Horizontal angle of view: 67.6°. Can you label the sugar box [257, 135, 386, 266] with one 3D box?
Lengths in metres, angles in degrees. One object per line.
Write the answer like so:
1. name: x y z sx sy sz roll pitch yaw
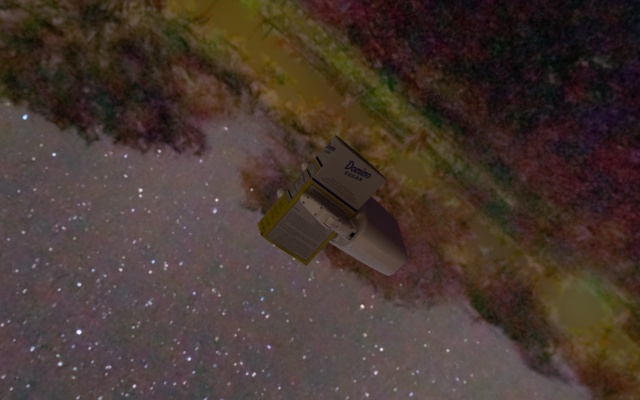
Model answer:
1. sugar box: 0.000 0.002 0.689 0.093 0.176 0.048 37 11 -29
